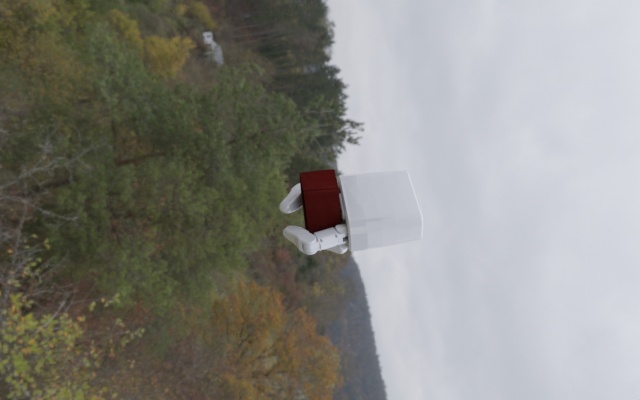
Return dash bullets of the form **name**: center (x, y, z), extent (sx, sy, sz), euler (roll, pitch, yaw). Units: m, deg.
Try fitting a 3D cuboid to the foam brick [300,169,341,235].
- **foam brick**: center (0.000, 0.002, 0.677), extent (0.051, 0.078, 0.053), euler (-6, 35, -1)
